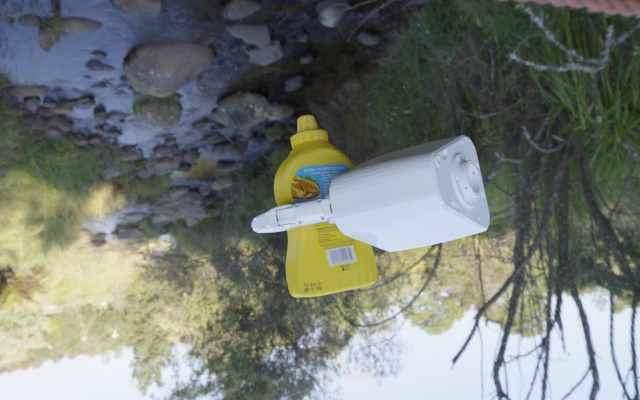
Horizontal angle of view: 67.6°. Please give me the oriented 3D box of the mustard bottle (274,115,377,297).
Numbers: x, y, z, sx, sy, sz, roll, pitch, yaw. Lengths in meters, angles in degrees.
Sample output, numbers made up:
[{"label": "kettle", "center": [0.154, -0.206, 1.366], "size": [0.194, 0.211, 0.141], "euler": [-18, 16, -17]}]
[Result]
[{"label": "mustard bottle", "center": [0.000, 0.002, 0.512], "size": [0.096, 0.191, 0.058], "euler": [-6, -8, -27]}]
